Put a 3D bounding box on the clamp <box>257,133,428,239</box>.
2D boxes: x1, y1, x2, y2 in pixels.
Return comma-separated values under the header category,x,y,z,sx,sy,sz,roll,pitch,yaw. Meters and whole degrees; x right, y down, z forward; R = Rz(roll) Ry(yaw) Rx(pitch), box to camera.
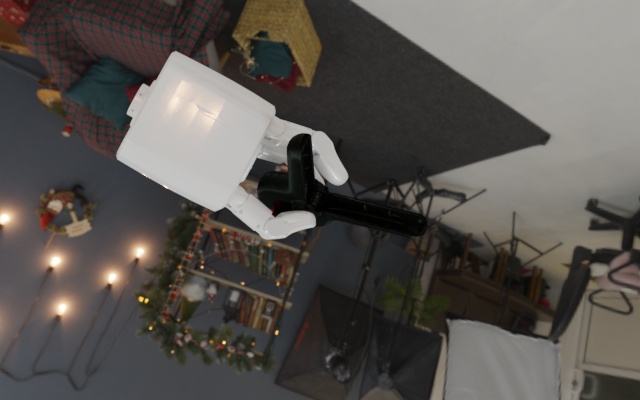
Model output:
category,x,y,z,sx,sy,sz,roll,pitch,yaw
clamp,-0.001,0.002,0.508,0.164,0.036,0.210,31,-21,-20
